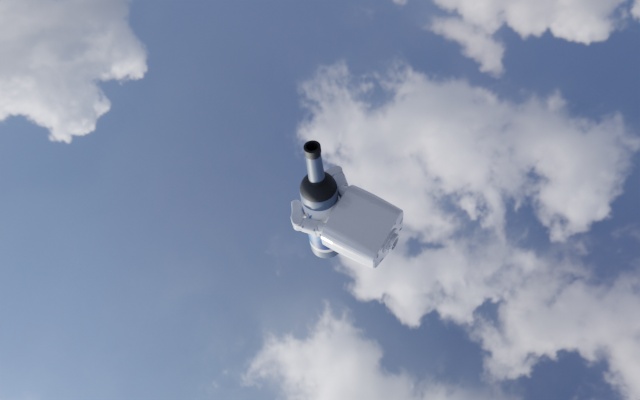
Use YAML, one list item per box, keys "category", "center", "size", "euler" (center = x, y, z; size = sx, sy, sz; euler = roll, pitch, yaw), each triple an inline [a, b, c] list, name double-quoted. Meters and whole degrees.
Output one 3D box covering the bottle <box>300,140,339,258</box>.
- category: "bottle"
  center: [0.000, 0.003, 0.858]
  size: [0.069, 0.069, 0.296]
  euler: [0, -36, 6]
